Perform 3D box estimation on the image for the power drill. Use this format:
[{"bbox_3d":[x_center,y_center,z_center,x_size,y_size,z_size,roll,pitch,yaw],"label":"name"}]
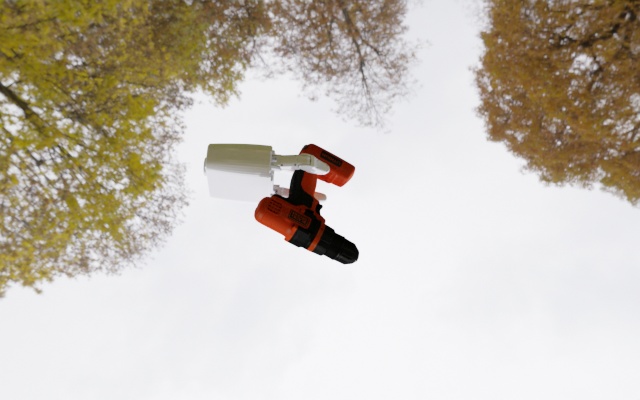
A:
[{"bbox_3d":[0.000,0.002,0.809,0.184,0.187,0.057,29,-41,-8],"label":"power drill"}]
